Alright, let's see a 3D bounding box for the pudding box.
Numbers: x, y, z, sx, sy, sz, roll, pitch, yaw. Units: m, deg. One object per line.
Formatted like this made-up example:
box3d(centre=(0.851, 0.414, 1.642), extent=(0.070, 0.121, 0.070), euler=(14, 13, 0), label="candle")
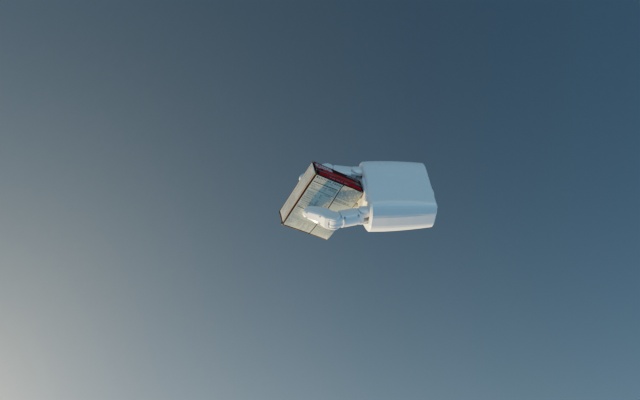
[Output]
box3d(centre=(0.000, 0.003, 0.753), extent=(0.090, 0.113, 0.039), euler=(22, 29, -25), label="pudding box")
